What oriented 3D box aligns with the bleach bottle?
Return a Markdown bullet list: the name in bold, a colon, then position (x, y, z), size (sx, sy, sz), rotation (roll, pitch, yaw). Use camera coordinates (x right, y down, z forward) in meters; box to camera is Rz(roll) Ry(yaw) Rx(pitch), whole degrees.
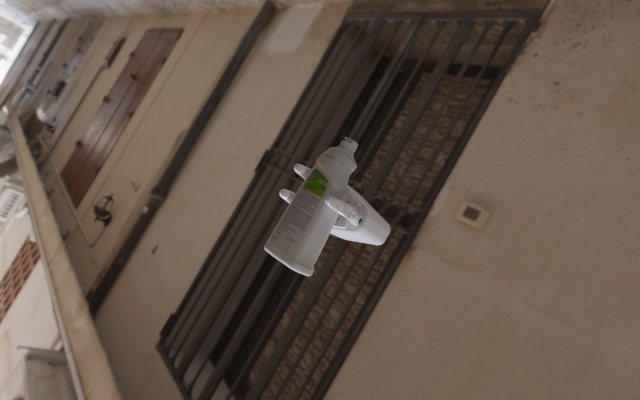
- **bleach bottle**: position (0.000, 0.003, 0.862), size (0.102, 0.251, 0.068), rotation (29, -2, 40)
